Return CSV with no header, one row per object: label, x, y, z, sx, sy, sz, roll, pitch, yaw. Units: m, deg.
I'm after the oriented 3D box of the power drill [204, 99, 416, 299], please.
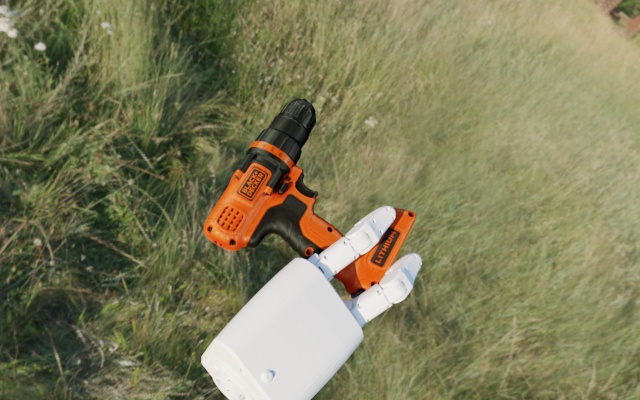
power drill,0.000,0.002,0.500,0.187,0.184,0.057,30,-17,2
